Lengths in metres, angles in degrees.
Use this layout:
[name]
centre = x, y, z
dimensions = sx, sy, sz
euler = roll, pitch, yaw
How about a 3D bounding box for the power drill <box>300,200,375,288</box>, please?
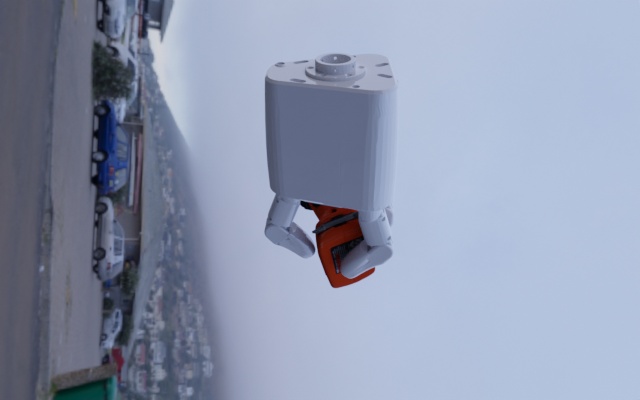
[power drill]
centre = 0.000, 0.002, 0.542
dimensions = 0.057, 0.187, 0.185
euler = -23, -37, -5
